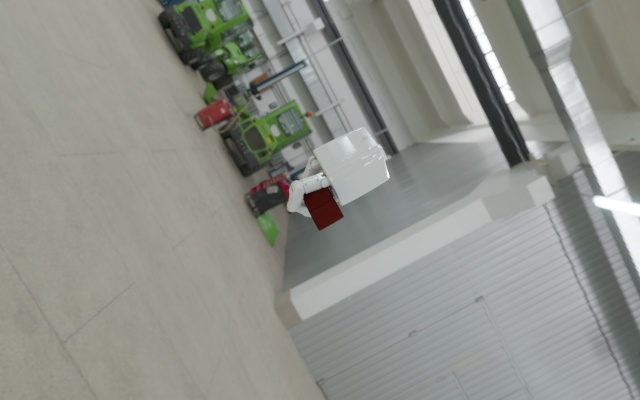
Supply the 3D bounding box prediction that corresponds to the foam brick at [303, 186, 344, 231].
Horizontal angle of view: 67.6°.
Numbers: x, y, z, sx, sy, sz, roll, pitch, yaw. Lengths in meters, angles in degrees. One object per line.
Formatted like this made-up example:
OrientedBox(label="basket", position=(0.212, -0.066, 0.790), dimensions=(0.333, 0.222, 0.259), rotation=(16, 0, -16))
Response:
OrientedBox(label="foam brick", position=(0.000, 0.003, 0.856), dimensions=(0.051, 0.053, 0.078), rotation=(-27, 43, 1))
